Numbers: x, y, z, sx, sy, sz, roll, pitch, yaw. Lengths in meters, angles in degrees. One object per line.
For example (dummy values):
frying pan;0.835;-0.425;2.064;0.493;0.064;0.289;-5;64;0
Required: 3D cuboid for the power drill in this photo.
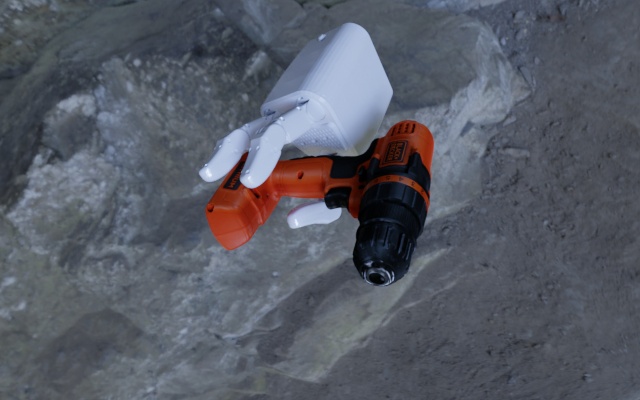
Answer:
power drill;0.000;0.001;0.409;0.187;0.057;0.184;-4;35;23
